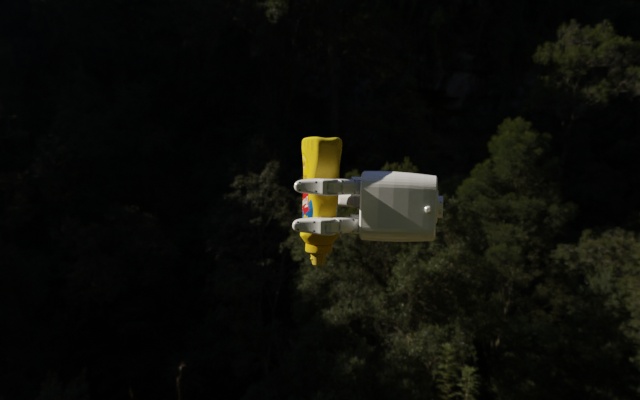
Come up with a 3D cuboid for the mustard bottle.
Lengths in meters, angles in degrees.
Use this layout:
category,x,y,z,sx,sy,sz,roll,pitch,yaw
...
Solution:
category,x,y,z,sx,sy,sz,roll,pitch,yaw
mustard bottle,0.000,0.002,0.716,0.058,0.191,0.096,0,5,-12
